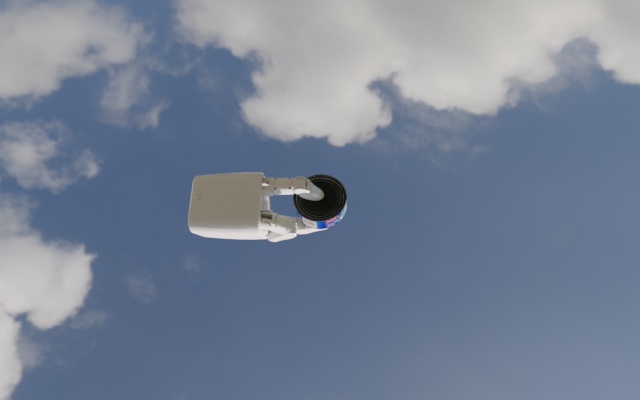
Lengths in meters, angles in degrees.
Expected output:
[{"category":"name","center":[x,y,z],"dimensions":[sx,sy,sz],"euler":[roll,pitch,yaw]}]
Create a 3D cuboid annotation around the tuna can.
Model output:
[{"category":"tuna can","center":[0.000,0.003,0.771],"dimensions":[0.086,0.086,0.034],"euler":[0,-29,5]}]
